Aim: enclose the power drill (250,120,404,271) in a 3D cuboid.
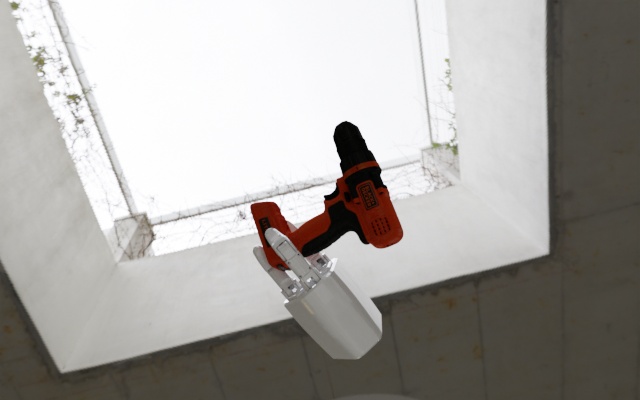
[{"bbox_3d":[0.000,0.003,0.654,0.187,0.184,0.057,-25,-19,14],"label":"power drill"}]
